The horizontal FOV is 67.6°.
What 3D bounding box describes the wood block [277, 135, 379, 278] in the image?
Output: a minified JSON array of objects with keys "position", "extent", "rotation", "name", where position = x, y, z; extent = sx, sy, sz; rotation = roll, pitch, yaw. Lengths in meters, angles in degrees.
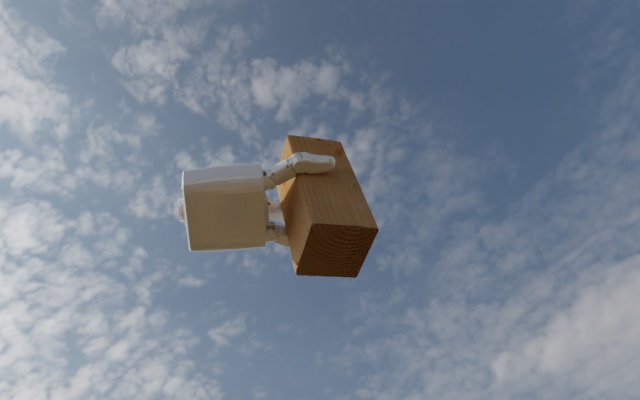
[{"position":[0.000,0.002,0.676],"extent":[0.090,0.091,0.206],"rotation":[6,37,-19],"name":"wood block"}]
